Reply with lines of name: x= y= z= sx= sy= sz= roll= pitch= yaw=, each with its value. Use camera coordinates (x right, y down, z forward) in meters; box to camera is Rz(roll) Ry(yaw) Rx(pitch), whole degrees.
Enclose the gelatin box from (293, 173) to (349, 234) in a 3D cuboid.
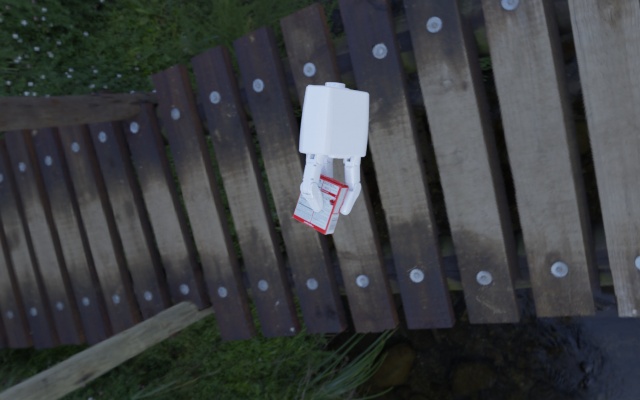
gelatin box: x=0.000 y=0.003 z=0.807 sx=0.073 sy=0.089 sz=0.030 roll=25 pitch=14 yaw=30
